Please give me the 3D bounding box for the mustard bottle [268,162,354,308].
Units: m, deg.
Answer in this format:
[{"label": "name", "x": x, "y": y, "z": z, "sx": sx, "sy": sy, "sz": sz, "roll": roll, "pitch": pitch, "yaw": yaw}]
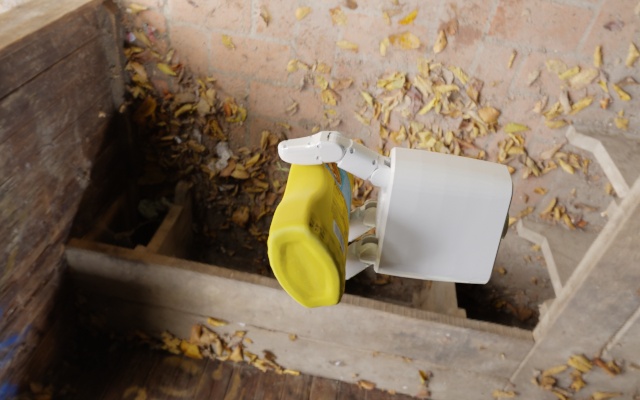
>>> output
[{"label": "mustard bottle", "x": 0.000, "y": 0.002, "z": 0.461, "sx": 0.058, "sy": 0.096, "sz": 0.191, "roll": -12, "pitch": 34, "yaw": 17}]
